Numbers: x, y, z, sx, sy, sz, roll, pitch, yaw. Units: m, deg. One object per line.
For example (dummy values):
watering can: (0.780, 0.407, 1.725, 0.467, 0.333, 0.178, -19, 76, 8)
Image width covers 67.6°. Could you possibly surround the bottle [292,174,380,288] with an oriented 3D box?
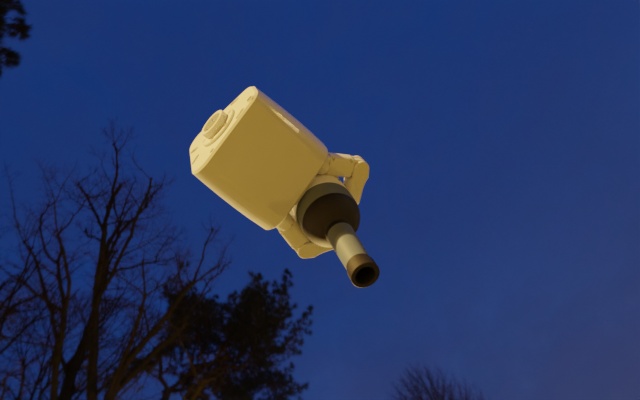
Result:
bottle: (0.000, 0.002, 0.549, 0.069, 0.069, 0.295, 0, 26, -18)
